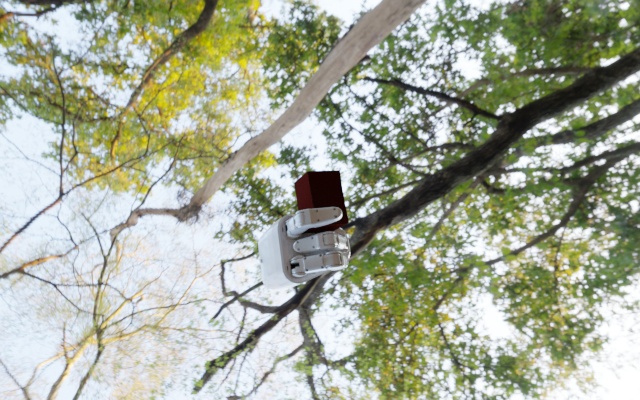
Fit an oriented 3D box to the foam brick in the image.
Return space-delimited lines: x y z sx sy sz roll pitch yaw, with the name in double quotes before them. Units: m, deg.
"foam brick" 0.000 0.002 0.670 0.053 0.078 0.051 -1 -16 -26
